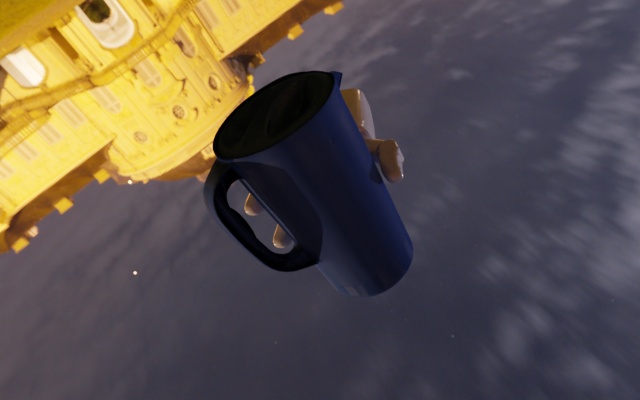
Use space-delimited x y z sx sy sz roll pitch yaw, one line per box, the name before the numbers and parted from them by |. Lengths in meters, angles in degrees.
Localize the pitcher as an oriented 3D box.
pitcher | 0.000 0.002 0.505 0.149 0.243 0.145 -21 36 18
